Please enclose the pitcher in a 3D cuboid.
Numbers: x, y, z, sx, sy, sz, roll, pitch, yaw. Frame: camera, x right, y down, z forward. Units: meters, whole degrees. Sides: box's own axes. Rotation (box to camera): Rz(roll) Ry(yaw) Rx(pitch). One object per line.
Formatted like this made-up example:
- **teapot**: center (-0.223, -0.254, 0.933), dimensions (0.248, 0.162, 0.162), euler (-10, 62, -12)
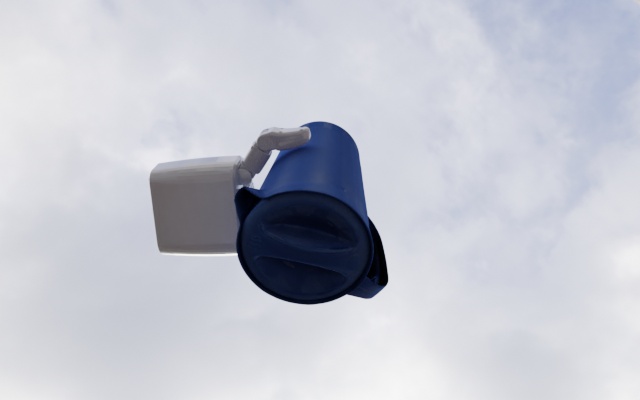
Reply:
- **pitcher**: center (0.000, 0.002, 0.561), dimensions (0.145, 0.149, 0.242), euler (-4, 28, 7)
